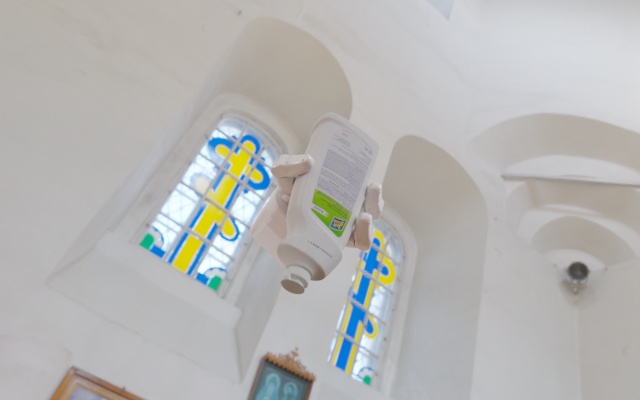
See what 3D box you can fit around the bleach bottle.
[{"bbox_3d":[0.000,0.002,0.607,0.102,0.250,0.068,31,-39,-10],"label":"bleach bottle"}]
